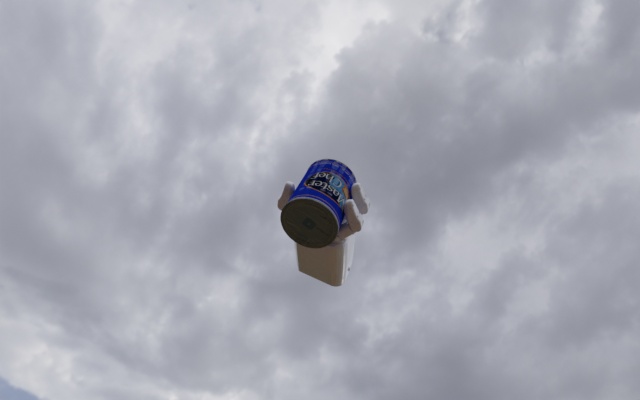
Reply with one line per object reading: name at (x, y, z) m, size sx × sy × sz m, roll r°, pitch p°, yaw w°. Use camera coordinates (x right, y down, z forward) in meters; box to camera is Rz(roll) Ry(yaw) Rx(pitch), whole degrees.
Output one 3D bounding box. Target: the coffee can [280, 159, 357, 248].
coffee can at (0.000, 0.003, 0.855) m, size 0.103 × 0.103 × 0.140 m, roll 0°, pitch 33°, yaw 20°
